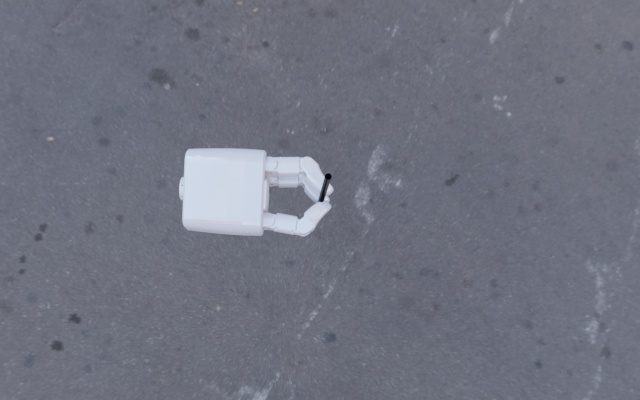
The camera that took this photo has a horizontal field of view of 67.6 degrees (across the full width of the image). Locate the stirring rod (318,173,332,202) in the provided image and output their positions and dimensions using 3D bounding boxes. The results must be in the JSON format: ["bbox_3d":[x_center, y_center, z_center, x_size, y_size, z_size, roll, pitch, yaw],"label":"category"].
[{"bbox_3d":[0.000,0.002,0.671,0.011,0.011,0.239,0,-14,-4],"label":"stirring rod"}]
